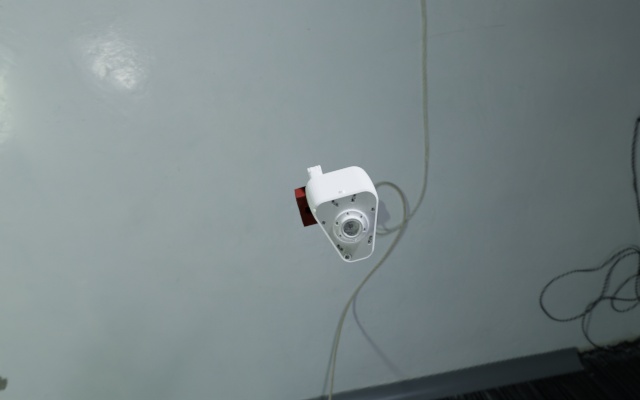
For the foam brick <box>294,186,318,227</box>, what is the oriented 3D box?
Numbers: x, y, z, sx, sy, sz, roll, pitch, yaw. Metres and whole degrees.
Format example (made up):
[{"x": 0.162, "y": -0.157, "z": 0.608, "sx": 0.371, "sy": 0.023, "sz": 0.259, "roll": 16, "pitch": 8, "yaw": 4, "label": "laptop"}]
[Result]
[{"x": 0.000, "y": 0.003, "z": 0.786, "sx": 0.078, "sy": 0.053, "sz": 0.051, "roll": -15, "pitch": 20, "yaw": 0, "label": "foam brick"}]
